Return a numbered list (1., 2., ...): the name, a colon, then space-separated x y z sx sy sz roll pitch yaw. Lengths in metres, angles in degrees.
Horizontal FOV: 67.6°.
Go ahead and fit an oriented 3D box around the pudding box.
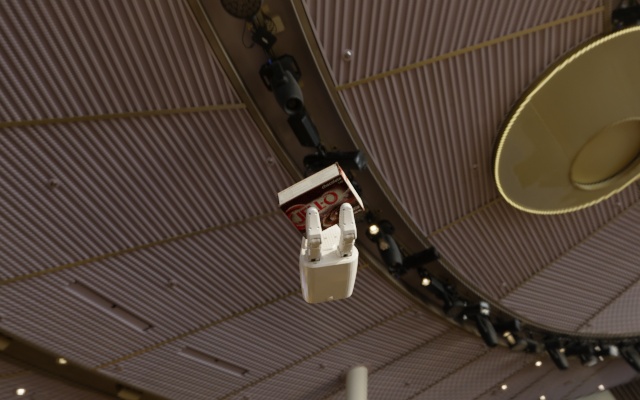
1. pudding box: 0.000 0.002 0.765 0.113 0.039 0.090 -29 -49 9
